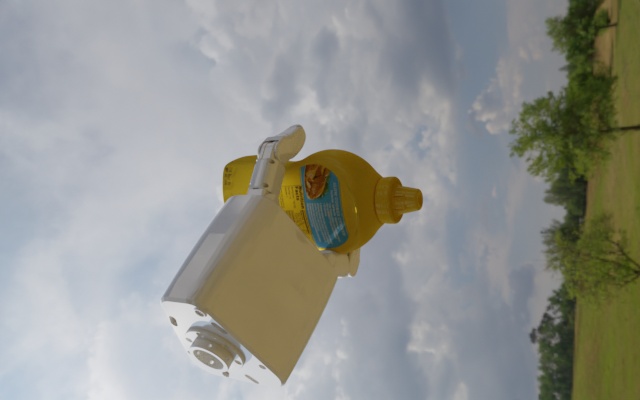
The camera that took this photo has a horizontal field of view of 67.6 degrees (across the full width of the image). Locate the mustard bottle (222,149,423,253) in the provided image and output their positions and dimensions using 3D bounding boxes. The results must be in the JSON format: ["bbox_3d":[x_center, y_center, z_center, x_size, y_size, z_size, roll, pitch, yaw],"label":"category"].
[{"bbox_3d":[0.000,0.001,0.446,0.191,0.096,0.058,-1,17,30],"label":"mustard bottle"}]
